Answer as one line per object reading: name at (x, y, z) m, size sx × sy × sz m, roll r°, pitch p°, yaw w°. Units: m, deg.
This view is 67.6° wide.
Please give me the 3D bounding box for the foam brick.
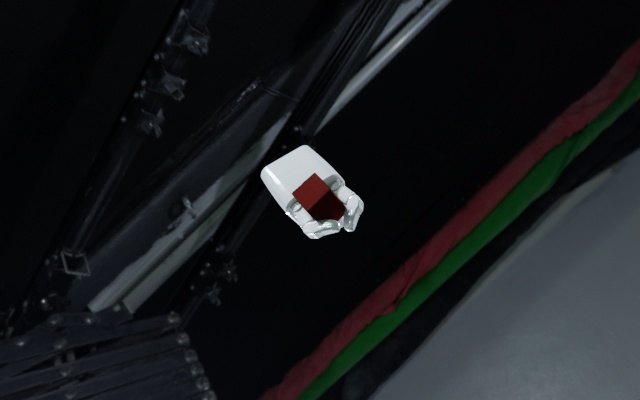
foam brick at (0.000, 0.002, 0.777) m, size 0.051 × 0.053 × 0.078 m, roll 49°, pitch 1°, yaw 37°
